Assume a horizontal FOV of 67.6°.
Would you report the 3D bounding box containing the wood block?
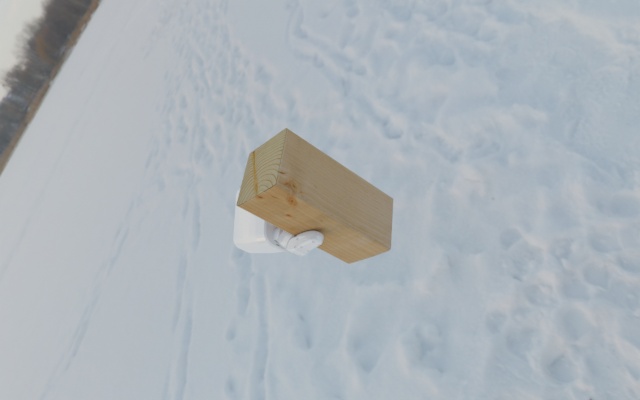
[{"bbox_3d":[0.000,0.003,0.666,0.206,0.090,0.090,30,-37,-31],"label":"wood block"}]
